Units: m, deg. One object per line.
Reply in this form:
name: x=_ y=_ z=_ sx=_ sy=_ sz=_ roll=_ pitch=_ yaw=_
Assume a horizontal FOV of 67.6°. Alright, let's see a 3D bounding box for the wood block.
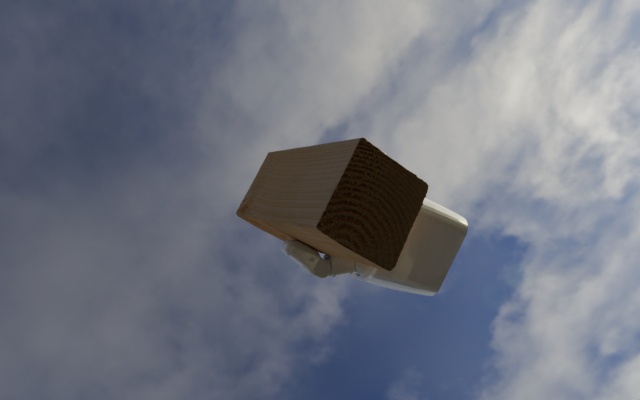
wood block: x=0.000 y=0.002 z=0.501 sx=0.090 sy=0.091 sz=0.206 roll=31 pitch=-13 yaw=-25
